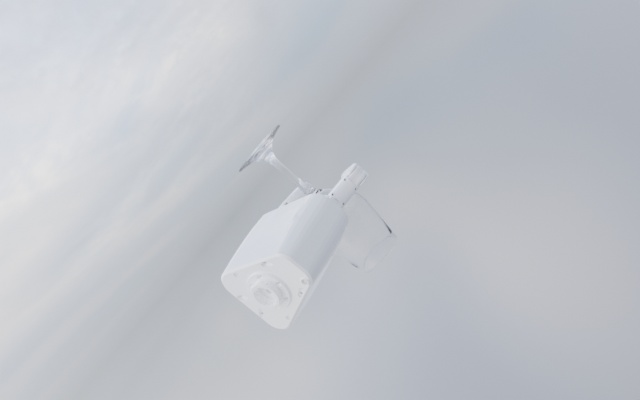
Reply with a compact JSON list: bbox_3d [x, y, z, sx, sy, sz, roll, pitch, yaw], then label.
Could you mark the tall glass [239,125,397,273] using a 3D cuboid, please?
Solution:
[{"bbox_3d":[0.000,0.001,0.586,0.201,0.079,0.079,41,-6,-7],"label":"tall glass"}]
